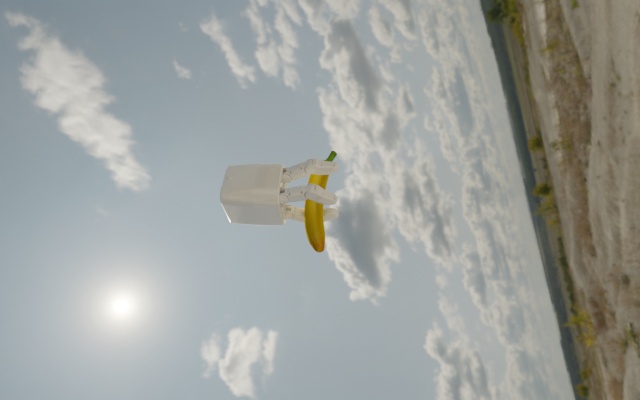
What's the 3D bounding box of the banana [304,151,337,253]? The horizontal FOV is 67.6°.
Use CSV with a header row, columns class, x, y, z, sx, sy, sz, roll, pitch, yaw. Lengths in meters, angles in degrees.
class,x,y,z,sx,sy,sz,roll,pitch,yaw
banana,-0.006,0.006,0.882,0.037,0.197,0.070,13,-22,-17
